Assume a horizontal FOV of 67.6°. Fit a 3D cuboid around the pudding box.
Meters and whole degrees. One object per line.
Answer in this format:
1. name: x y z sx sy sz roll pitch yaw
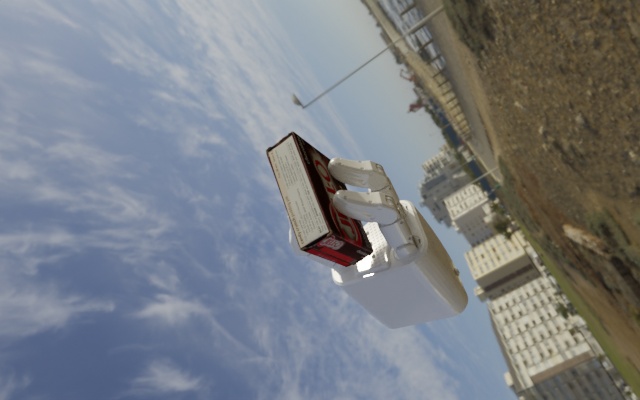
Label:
1. pudding box: 0.000 0.002 0.454 0.039 0.113 0.090 -32 -29 16
